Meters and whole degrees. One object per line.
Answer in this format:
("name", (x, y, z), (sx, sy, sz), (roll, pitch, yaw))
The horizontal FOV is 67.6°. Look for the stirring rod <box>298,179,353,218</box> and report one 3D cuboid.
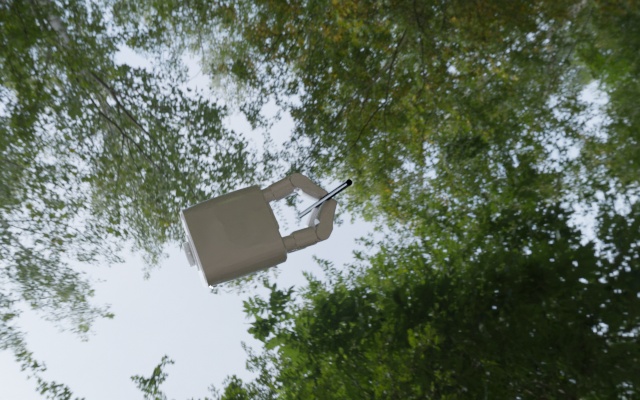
("stirring rod", (0.000, 0.002, 0.661), (0.011, 0.011, 0.239), (0, -11, -16))
